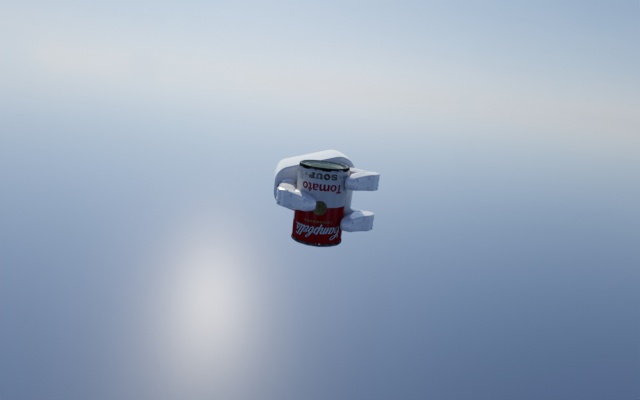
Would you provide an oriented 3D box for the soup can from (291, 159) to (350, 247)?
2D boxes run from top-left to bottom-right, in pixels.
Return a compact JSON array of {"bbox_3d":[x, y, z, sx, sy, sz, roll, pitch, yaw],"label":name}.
[{"bbox_3d":[0.000,0.002,0.625,0.068,0.102,0.068,6,13,-1],"label":"soup can"}]
